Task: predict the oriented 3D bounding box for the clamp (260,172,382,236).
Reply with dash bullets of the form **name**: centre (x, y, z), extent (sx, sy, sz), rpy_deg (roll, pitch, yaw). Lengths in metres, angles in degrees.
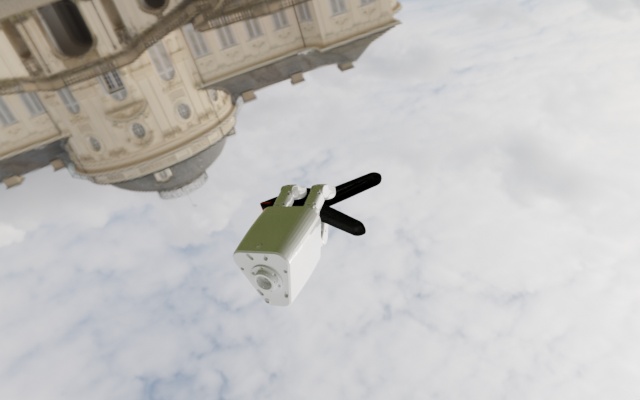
- **clamp**: centre (0.000, 0.003, 0.810), extent (0.210, 0.036, 0.164), rpy_deg (0, 32, 26)
